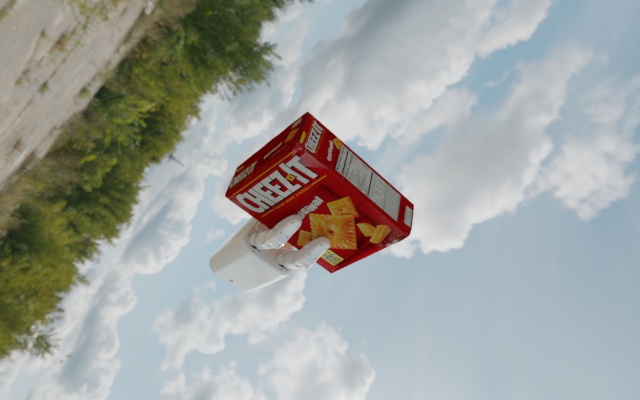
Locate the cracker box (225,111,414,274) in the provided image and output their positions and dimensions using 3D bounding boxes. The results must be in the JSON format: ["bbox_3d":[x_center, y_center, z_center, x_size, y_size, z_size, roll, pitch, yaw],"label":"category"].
[{"bbox_3d":[0.000,0.002,0.674,0.214,0.072,0.164,38,-47,-24],"label":"cracker box"}]
